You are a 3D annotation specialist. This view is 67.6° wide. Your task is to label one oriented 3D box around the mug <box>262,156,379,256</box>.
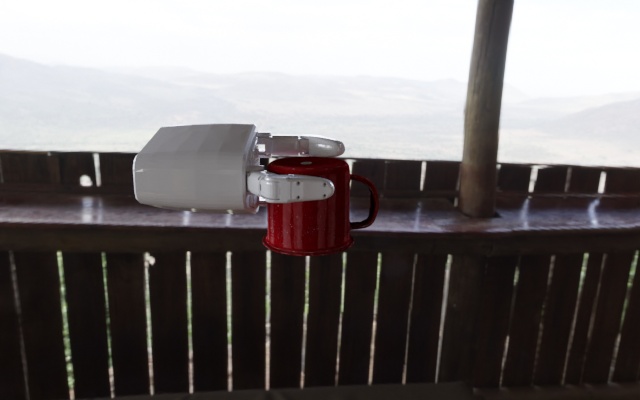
[{"bbox_3d":[0.002,0.001,0.475,0.117,0.081,0.093,0,14,-2],"label":"mug"}]
